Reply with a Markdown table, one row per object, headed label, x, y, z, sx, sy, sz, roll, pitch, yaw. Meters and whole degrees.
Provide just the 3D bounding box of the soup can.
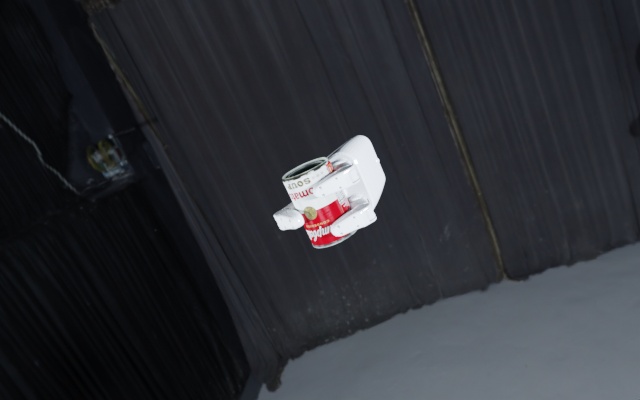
| label | x | y | z | sx | sy | sz | roll | pitch | yaw |
| --- | --- | --- | --- | --- | --- | --- | --- | --- | --- |
| soup can | 0.000 | 0.002 | 0.631 | 0.068 | 0.102 | 0.068 | -23 | 14 | 6 |
